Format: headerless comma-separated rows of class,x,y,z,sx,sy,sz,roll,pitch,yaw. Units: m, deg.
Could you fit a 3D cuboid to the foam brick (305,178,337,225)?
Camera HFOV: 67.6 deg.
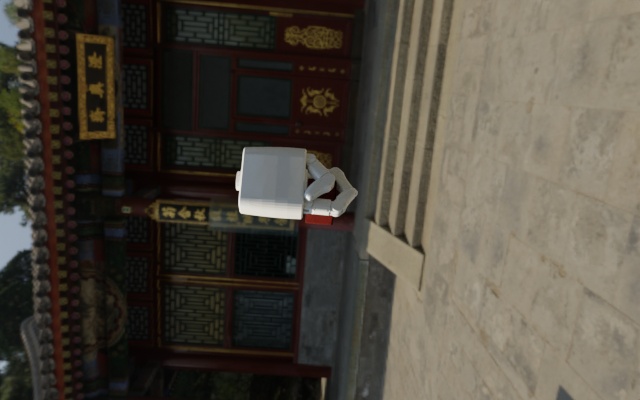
foam brick,0.000,0.003,0.853,0.051,0.053,0.078,3,-30,-2
